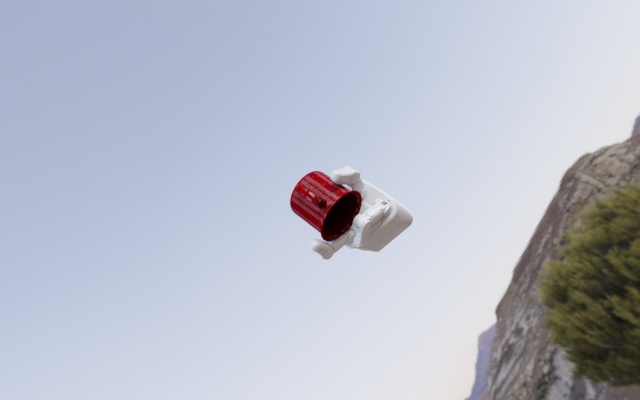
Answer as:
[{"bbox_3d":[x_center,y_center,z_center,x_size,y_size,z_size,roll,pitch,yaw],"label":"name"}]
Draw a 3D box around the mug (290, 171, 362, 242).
[{"bbox_3d":[-0.001,0.002,0.750,0.081,0.093,0.117,35,5,30],"label":"mug"}]
